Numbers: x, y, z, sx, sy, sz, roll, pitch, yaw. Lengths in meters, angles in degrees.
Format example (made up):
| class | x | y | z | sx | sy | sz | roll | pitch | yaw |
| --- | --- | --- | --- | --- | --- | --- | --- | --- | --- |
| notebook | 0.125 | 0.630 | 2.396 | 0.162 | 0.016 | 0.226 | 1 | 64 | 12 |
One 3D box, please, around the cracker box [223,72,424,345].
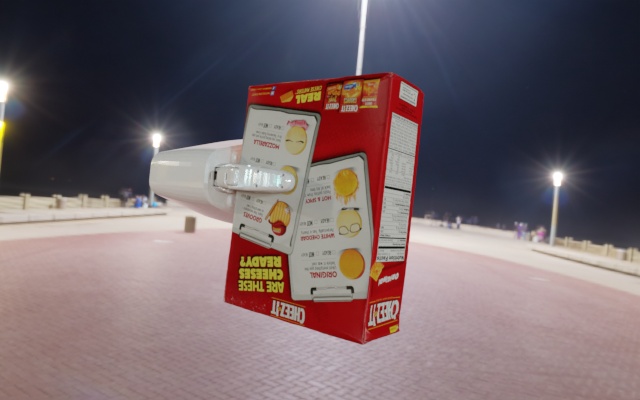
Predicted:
| class | x | y | z | sx | sy | sz | roll | pitch | yaw |
| --- | --- | --- | --- | --- | --- | --- | --- | --- | --- |
| cracker box | 0.000 | 0.001 | 0.438 | 0.164 | 0.213 | 0.072 | 6 | 0 | 38 |
